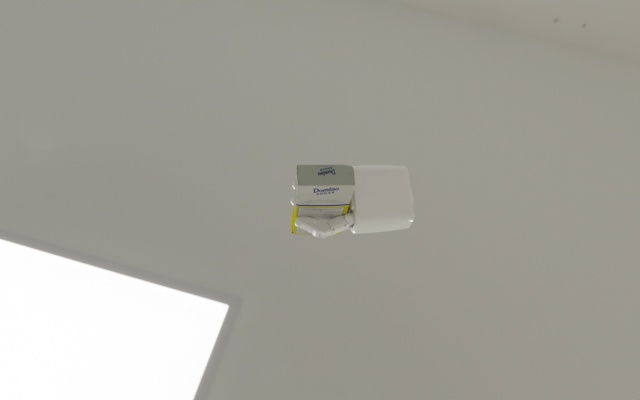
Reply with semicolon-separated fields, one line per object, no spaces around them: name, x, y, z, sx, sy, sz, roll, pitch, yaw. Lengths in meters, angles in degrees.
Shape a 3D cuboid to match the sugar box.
sugar box;0.000;0.002;0.820;0.093;0.048;0.176;0;-32;-7
